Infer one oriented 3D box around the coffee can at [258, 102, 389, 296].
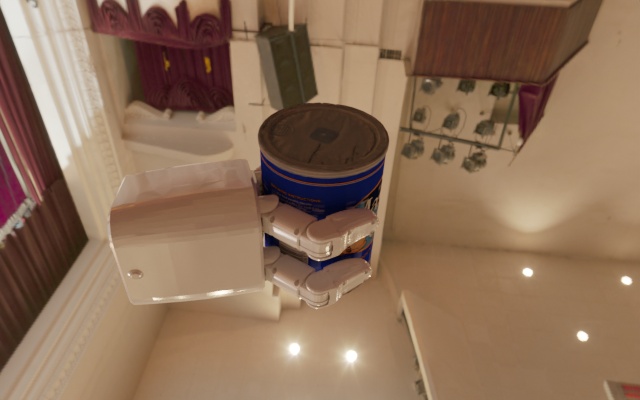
[{"bbox_3d":[0.000,0.001,0.416,0.103,0.140,0.102,2,39,-1],"label":"coffee can"}]
